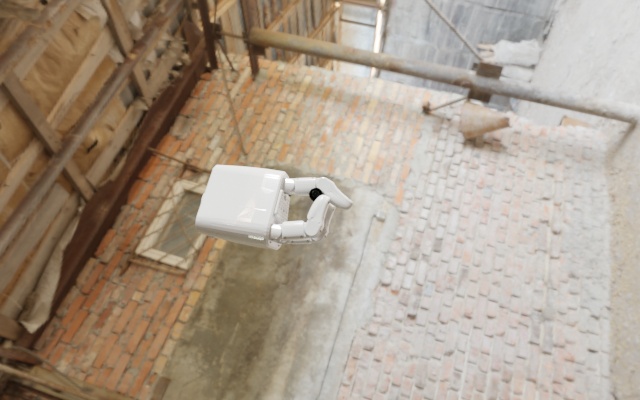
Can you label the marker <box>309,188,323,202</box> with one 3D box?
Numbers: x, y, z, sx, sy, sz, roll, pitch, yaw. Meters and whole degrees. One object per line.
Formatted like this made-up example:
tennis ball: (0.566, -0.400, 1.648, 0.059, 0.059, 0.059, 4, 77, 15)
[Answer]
marker: (0.000, 0.002, 0.705, 0.020, 0.020, 0.121, 0, -11, 7)
